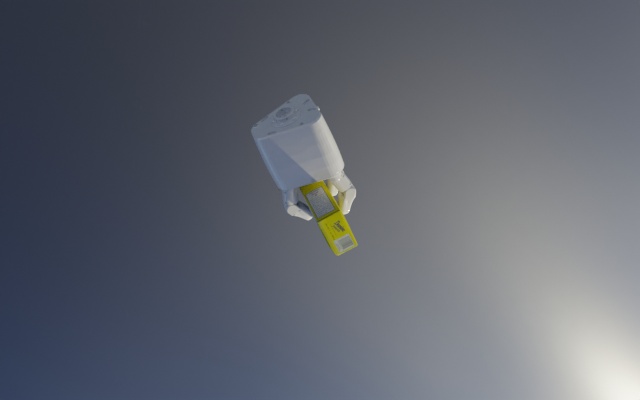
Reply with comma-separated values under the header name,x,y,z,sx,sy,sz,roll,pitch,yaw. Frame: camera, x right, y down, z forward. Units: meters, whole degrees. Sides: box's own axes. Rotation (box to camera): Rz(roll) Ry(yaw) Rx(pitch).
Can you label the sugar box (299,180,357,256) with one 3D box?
name,x,y,z,sx,sy,sz,roll,pitch,yaw
sugar box,0.001,0.002,0.812,0.048,0.093,0.176,-27,42,1
